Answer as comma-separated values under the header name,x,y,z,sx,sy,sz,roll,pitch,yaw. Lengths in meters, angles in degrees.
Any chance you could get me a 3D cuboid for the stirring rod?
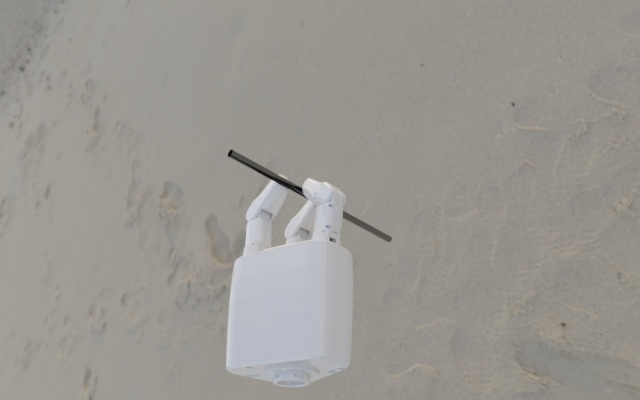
name,x,y,z,sx,sy,sz,roll,pitch,yaw
stirring rod,0.000,0.002,0.522,0.239,0.011,0.011,29,-18,-36
